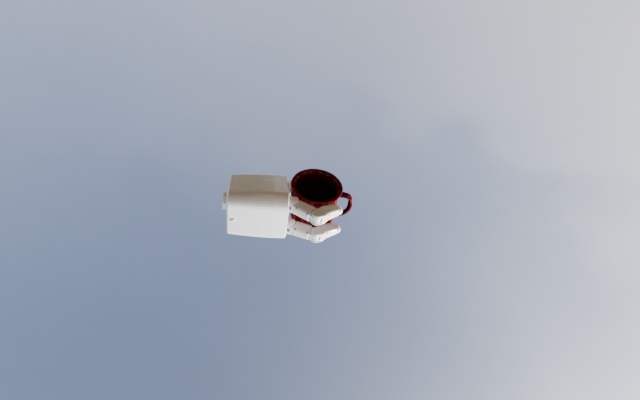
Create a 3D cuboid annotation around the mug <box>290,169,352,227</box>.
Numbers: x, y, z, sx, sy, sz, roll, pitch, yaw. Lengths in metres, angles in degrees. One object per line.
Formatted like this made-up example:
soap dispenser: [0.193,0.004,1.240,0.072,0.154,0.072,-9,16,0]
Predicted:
mug: [0.002,0.003,0.878,0.117,0.082,0.093,4,43,-7]
